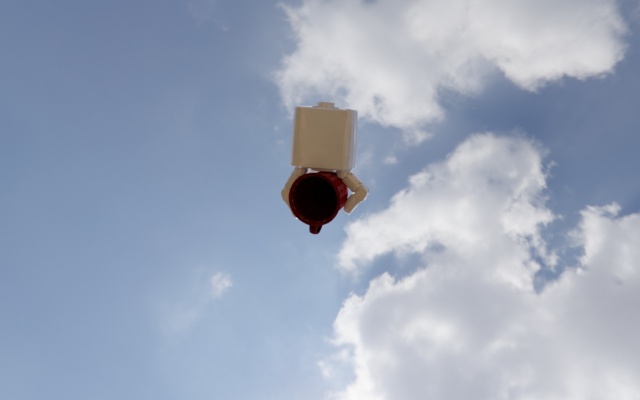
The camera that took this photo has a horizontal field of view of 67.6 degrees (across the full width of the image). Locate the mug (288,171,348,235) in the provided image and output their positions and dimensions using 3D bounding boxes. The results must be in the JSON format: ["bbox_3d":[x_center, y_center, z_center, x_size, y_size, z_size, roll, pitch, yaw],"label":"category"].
[{"bbox_3d":[0.000,0.004,0.846,0.093,0.117,0.081,9,14,16],"label":"mug"}]
